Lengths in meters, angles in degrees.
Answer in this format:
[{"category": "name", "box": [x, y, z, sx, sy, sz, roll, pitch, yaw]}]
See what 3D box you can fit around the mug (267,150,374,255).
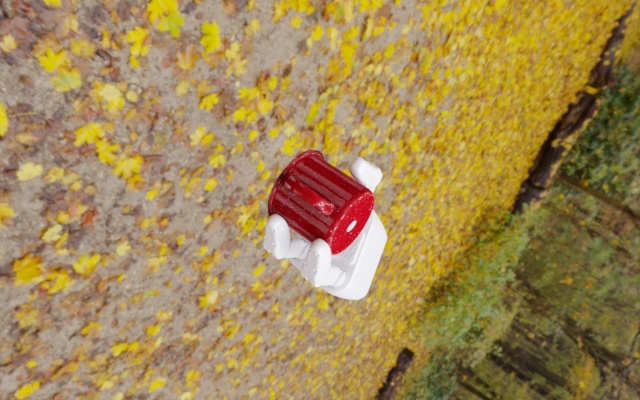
[{"category": "mug", "box": [0.000, 0.001, 0.502, 0.081, 0.093, 0.117, 34, -2, 24]}]
